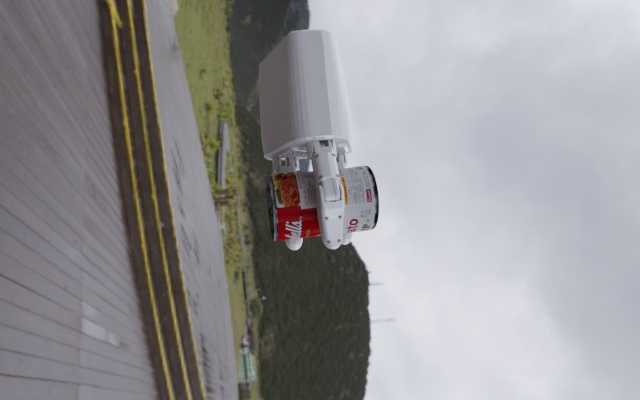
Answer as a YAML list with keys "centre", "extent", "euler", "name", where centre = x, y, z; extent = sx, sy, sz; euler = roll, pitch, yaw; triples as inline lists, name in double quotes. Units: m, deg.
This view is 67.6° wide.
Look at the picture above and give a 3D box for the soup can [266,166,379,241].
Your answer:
- centre: [0.000, 0.002, 0.476]
  extent: [0.102, 0.068, 0.068]
  euler: [-5, 1, -10]
  name: "soup can"
